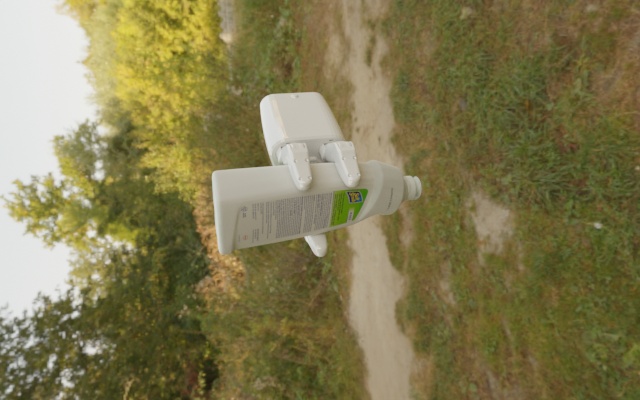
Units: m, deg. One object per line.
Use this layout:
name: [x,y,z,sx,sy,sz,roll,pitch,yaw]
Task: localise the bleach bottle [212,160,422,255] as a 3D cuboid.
bleach bottle: [0.000,0.002,0.579,0.251,0.103,0.068,-6,45,-14]
